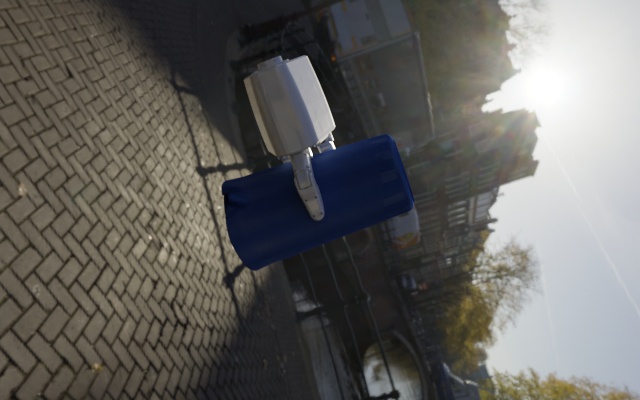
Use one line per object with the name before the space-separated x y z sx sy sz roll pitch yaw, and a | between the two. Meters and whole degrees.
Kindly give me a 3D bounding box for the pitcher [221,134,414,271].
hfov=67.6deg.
pitcher | 0.000 0.002 0.660 0.243 0.145 0.149 -18 16 9
